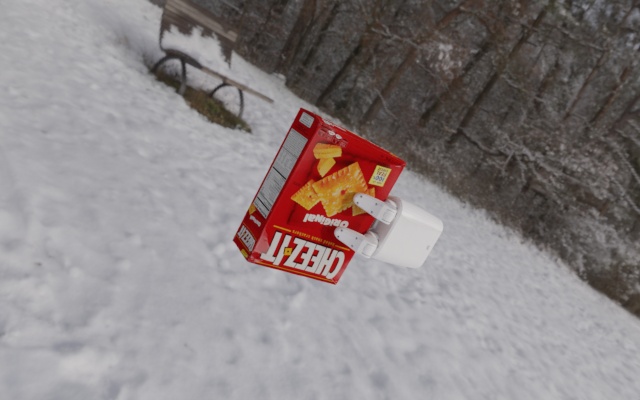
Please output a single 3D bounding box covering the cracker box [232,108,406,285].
[{"bbox_3d":[0.000,0.002,0.677,0.164,0.214,0.072,21,13,-35],"label":"cracker box"}]
